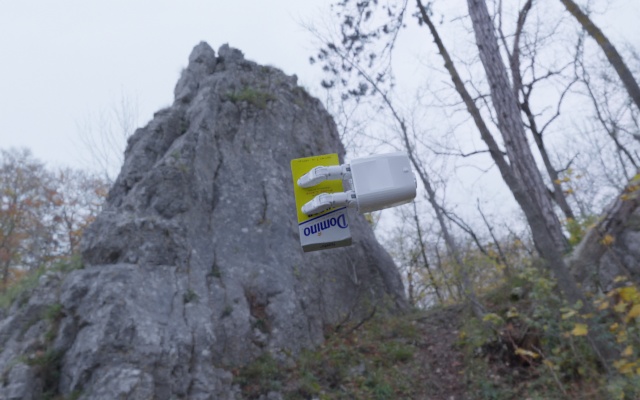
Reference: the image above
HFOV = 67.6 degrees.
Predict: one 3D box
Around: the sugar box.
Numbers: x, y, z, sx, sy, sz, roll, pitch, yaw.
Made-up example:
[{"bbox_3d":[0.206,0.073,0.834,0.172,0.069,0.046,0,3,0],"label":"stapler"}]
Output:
[{"bbox_3d":[0.000,0.003,0.890,0.093,0.176,0.048,-9,-26,0],"label":"sugar box"}]
